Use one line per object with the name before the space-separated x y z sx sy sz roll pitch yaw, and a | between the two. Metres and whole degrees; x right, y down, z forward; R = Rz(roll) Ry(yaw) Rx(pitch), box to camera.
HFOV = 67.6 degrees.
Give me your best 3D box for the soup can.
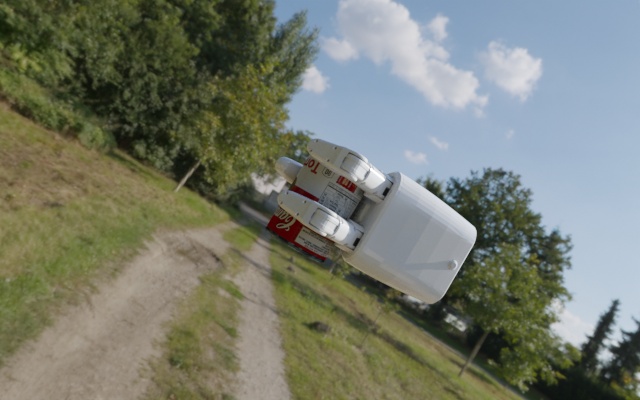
soup can | 0.000 0.001 0.470 0.068 0.102 0.068 31 -1 1
